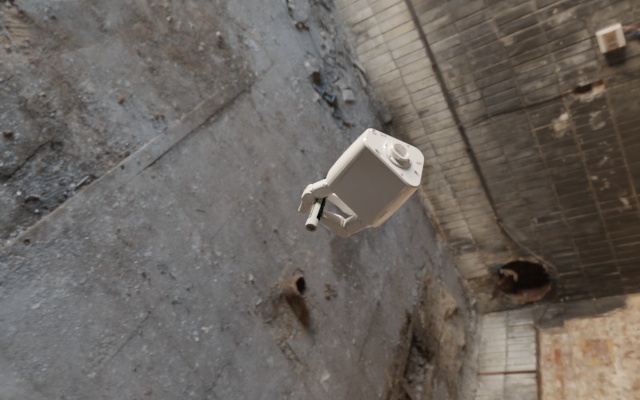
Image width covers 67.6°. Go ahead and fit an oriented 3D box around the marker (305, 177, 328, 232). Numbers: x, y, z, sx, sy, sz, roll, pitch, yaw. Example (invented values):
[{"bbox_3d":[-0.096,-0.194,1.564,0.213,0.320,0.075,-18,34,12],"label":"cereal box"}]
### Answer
[{"bbox_3d":[0.000,0.003,0.781,0.020,0.020,0.121,0,41,20],"label":"marker"}]
